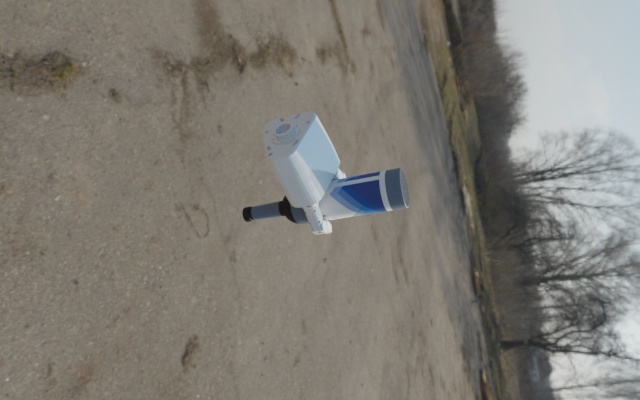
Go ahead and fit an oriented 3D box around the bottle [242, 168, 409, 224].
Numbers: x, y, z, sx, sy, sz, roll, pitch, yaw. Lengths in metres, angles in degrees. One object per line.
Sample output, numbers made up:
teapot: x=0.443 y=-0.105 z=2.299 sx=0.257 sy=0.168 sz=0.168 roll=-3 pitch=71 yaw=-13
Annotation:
bottle: x=0.000 y=0.003 z=0.824 sx=0.296 sy=0.069 sz=0.069 roll=-10 pitch=-3 yaw=20
